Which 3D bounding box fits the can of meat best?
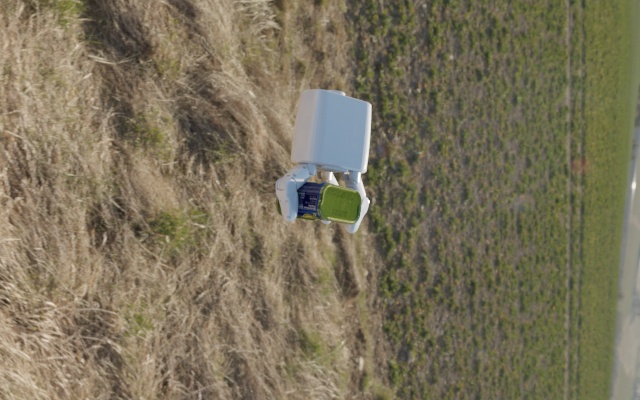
[{"bbox_3d":[0.000,0.002,0.702,0.084,0.057,0.102,6,-4,40],"label":"can of meat"}]
